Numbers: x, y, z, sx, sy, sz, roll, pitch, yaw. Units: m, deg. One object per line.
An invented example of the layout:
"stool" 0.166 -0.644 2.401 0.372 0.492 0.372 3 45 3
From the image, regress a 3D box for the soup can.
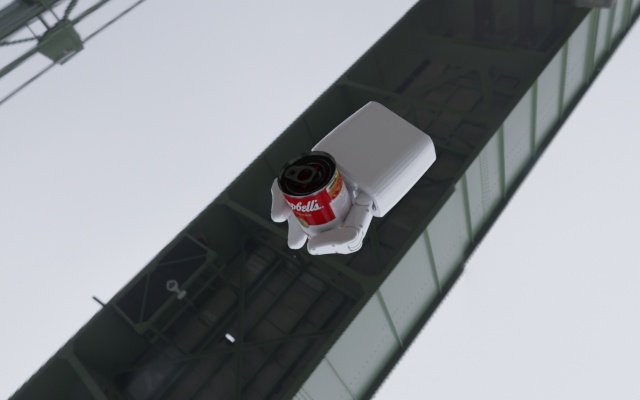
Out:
"soup can" 0.000 0.002 0.550 0.068 0.068 0.102 0 -39 23
